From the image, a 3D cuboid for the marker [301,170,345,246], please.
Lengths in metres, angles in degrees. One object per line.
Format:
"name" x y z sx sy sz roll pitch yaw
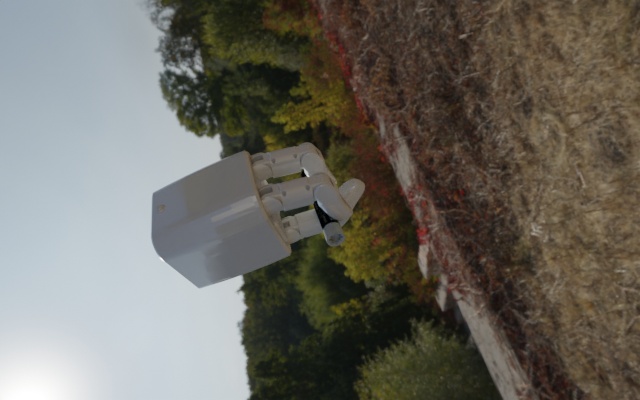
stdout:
"marker" 0.000 0.002 0.503 0.020 0.020 0.121 0 37 -18
